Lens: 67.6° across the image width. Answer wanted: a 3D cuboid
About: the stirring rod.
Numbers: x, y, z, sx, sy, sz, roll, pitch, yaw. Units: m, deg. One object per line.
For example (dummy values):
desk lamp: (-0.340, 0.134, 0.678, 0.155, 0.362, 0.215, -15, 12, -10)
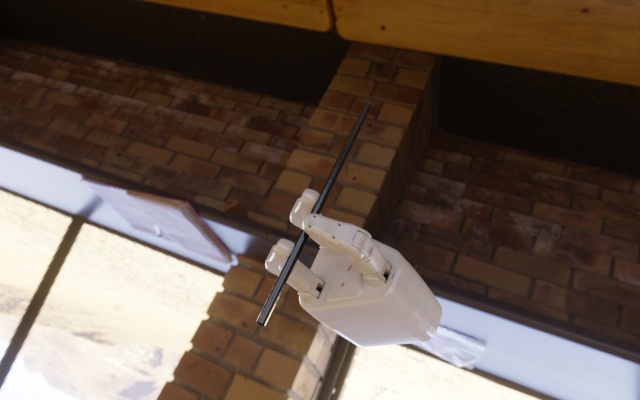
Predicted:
stirring rod: (0.000, 0.001, 0.434, 0.011, 0.239, 0.011, 21, -25, 11)
